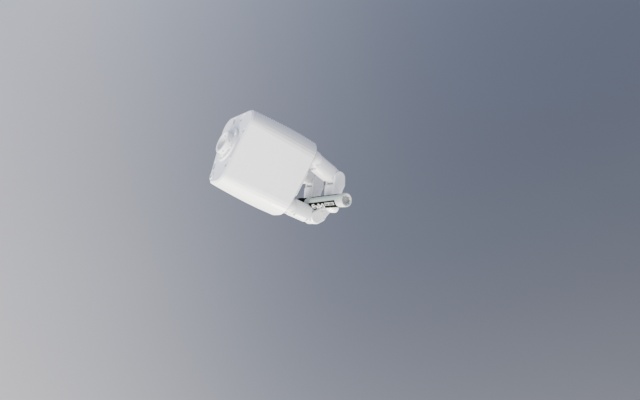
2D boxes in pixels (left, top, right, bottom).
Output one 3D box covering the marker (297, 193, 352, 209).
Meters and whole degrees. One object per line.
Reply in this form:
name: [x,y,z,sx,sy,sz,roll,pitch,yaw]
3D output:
marker: [0.000,0.002,0.682,0.020,0.020,0.121,0,-3,-35]
